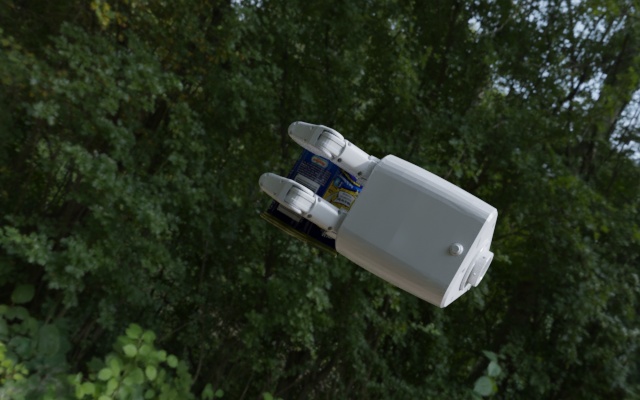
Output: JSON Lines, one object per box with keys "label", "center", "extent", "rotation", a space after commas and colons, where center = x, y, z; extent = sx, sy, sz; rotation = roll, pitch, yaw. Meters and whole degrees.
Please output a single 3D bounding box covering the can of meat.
{"label": "can of meat", "center": [0.000, 0.001, 0.478], "extent": [0.057, 0.084, 0.102], "rotation": [29, -3, 30]}
